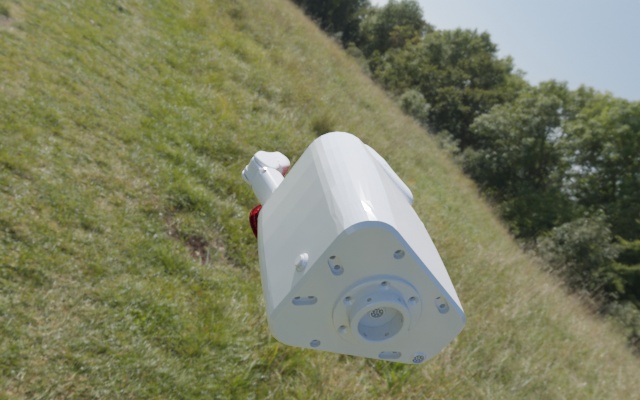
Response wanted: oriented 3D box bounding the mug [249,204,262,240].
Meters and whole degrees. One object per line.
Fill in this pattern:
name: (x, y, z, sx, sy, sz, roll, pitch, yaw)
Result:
mug: (0.000, 0.000, 0.407, 0.093, 0.081, 0.117, 30, 22, -25)
